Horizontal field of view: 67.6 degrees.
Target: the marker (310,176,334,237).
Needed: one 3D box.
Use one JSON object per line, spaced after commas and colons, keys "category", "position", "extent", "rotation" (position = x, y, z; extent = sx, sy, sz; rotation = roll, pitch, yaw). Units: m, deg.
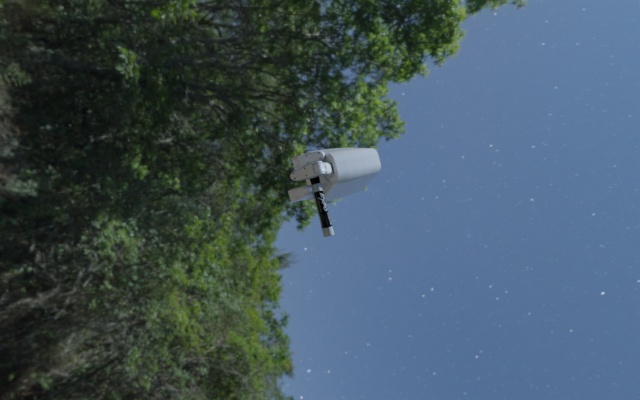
{"category": "marker", "position": [0.000, 0.003, 0.824], "extent": [0.020, 0.121, 0.020], "rotation": [-14, -2, -1]}
